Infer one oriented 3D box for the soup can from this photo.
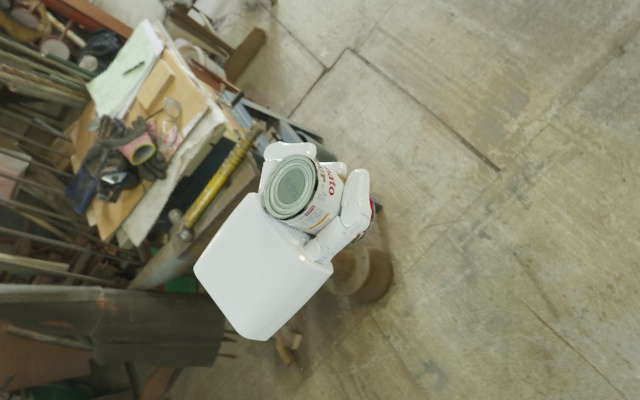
[{"bbox_3d":[0.000,0.001,0.484,0.068,0.068,0.102,0,-18,39],"label":"soup can"}]
